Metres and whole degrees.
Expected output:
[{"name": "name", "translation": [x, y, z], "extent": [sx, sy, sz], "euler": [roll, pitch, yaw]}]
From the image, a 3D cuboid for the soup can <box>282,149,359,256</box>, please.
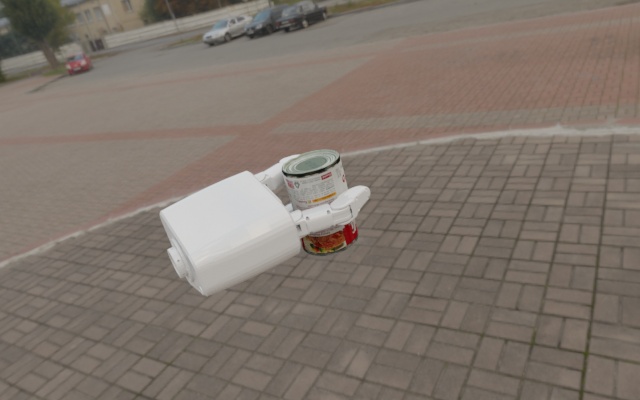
[{"name": "soup can", "translation": [0.000, 0.001, 0.539], "extent": [0.068, 0.102, 0.068], "euler": [-12, 25, 6]}]
